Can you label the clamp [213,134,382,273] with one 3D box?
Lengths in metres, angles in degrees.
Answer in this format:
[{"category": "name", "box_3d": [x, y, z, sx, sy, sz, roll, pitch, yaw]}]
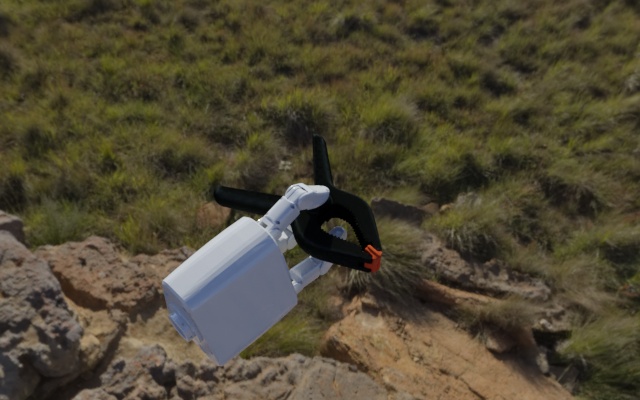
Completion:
[{"category": "clamp", "box_3d": [0.000, 0.002, 0.559, 0.210, 0.036, 0.164, 35, 58, 28]}]
